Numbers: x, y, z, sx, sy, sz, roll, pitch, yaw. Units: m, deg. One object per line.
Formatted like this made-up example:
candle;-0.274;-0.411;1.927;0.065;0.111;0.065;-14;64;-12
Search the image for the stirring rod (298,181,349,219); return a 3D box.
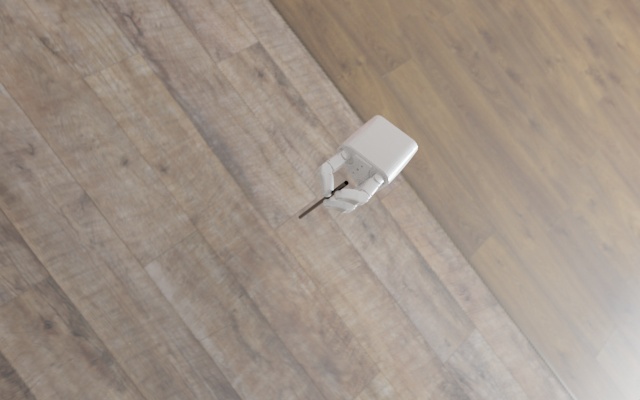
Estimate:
stirring rod;0.000;0.003;0.899;0.011;0.011;0.239;0;-16;-22
